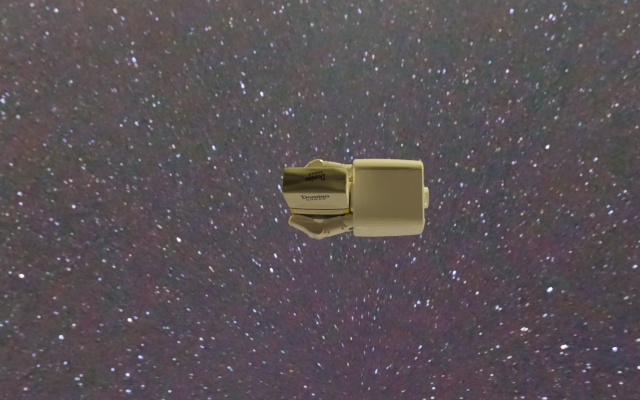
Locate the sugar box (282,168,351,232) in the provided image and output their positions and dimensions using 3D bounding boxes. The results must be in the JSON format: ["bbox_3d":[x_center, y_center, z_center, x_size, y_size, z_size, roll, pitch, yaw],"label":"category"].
[{"bbox_3d":[0.000,0.002,0.742,0.093,0.048,0.176,1,-23,6],"label":"sugar box"}]
